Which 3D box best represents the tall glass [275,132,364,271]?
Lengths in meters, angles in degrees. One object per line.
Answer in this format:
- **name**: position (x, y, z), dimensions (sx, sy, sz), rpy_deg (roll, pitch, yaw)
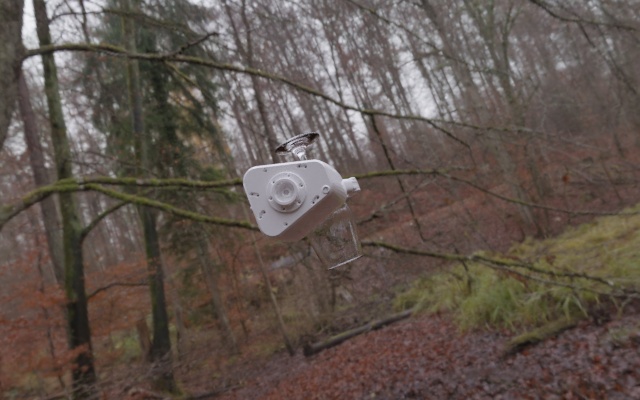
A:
- **tall glass**: position (0.000, 0.002, 0.728), dimensions (0.079, 0.201, 0.079), rpy_deg (-21, -8, -3)
